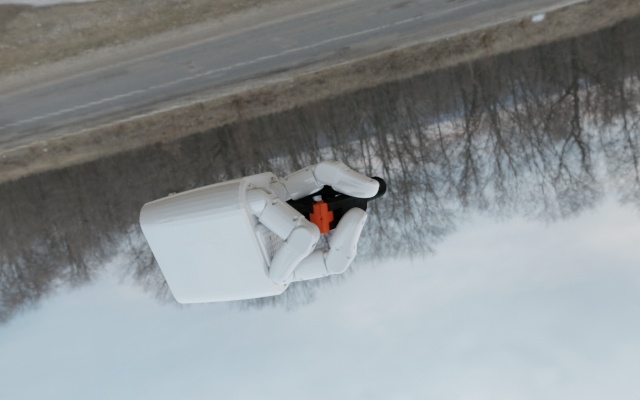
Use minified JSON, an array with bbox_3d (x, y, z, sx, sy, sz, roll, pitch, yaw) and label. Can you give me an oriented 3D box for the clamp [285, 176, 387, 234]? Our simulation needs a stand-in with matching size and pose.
[{"bbox_3d":[0.000,0.002,0.500,0.120,0.039,0.171,-11,5,17],"label":"clamp"}]
